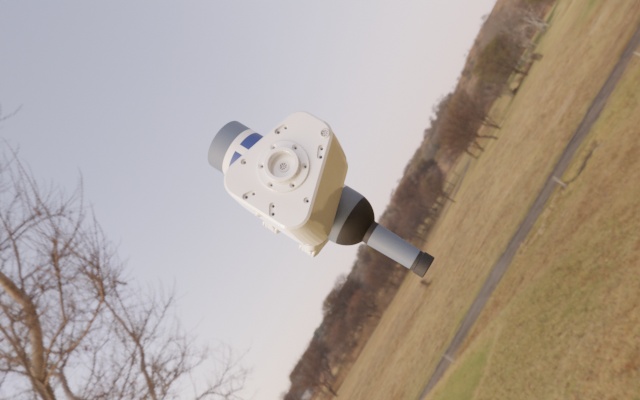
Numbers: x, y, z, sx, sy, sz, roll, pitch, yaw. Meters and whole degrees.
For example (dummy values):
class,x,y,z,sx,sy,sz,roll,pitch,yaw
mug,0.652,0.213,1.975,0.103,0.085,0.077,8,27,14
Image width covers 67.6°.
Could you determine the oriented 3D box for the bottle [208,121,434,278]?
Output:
class,x,y,z,sx,sy,sz,roll,pitch,yaw
bottle,0.000,0.002,0.574,0.295,0.069,0.069,31,8,14
